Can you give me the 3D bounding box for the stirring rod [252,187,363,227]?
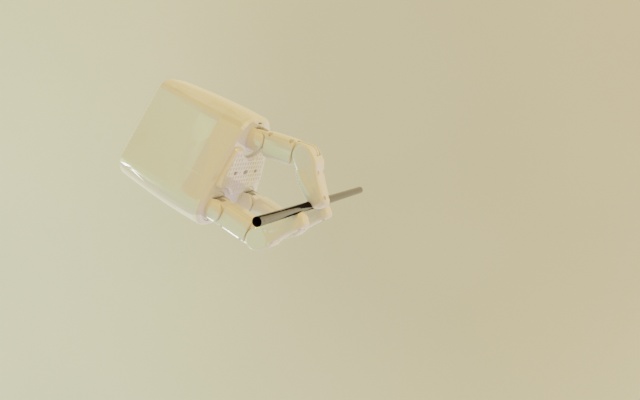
[{"bbox_3d":[0.000,0.001,0.456,0.011,0.011,0.239,0,7,23],"label":"stirring rod"}]
